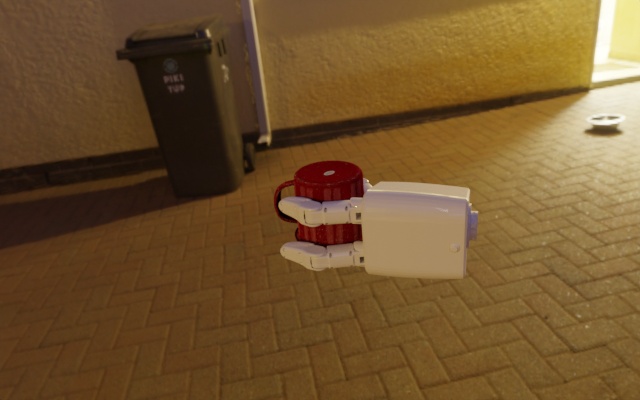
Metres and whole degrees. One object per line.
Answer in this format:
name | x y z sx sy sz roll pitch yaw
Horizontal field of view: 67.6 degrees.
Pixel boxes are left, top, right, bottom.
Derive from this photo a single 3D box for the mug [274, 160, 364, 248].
mug | -0.001 0.002 0.574 0.117 0.081 0.093 3 25 17
